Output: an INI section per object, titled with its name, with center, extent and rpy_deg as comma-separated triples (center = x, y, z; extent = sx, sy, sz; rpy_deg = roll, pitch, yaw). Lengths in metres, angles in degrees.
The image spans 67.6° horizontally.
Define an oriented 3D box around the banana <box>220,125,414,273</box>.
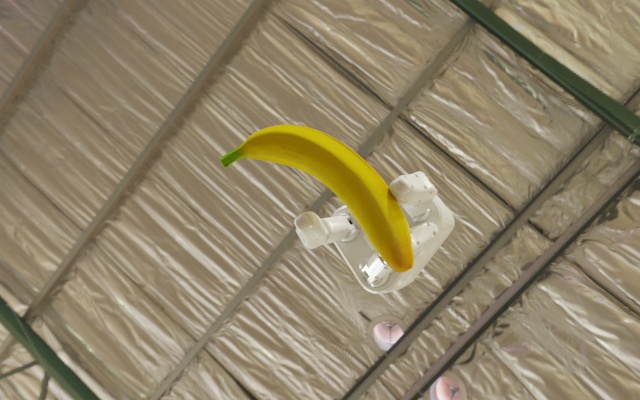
[banana]
center = 0.006, -0.017, 0.405
extent = 0.197, 0.069, 0.037
rpy_deg = 31, 7, 24
